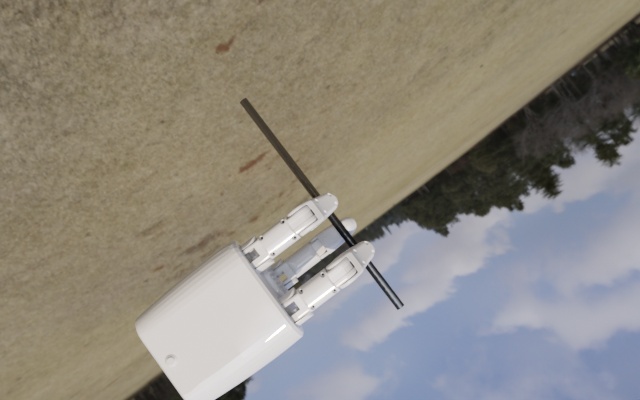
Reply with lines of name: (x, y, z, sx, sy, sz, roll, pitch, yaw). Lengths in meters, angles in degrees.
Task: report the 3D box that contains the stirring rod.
stirring rod: (0.000, 0.001, 0.441, 0.011, 0.239, 0.011, -37, -4, -3)
